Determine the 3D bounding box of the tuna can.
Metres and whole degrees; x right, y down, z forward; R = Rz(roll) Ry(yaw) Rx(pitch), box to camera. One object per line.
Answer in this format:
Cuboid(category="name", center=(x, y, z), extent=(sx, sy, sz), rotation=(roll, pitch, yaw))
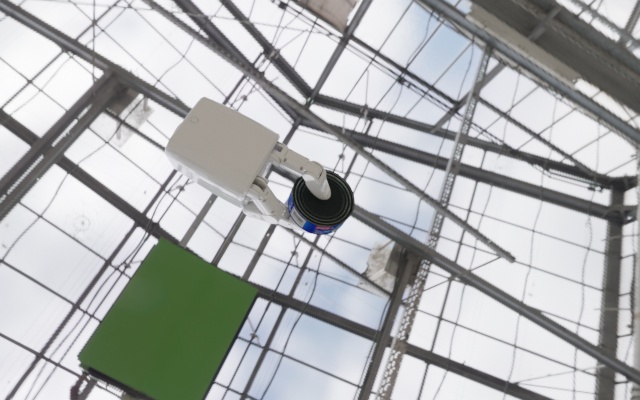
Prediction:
Cuboid(category="tuna can", center=(0.000, 0.002, 0.637), extent=(0.086, 0.086, 0.034), rotation=(0, -27, -18))
